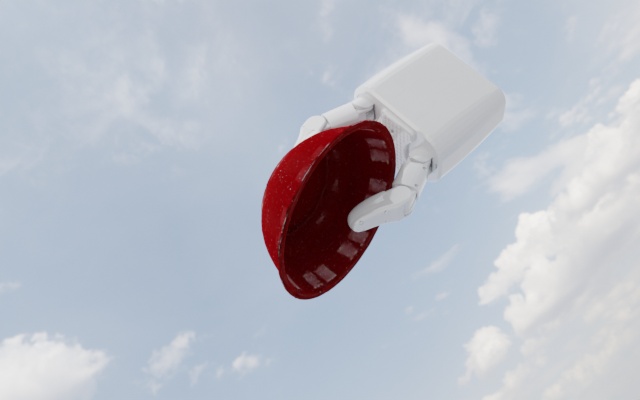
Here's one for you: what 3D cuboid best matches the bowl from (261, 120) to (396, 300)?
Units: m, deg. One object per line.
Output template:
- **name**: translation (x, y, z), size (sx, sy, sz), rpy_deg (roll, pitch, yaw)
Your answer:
- **bowl**: translation (-0.001, 0.002, 0.412), size (0.055, 0.162, 0.162), rpy_deg (26, 13, 29)
